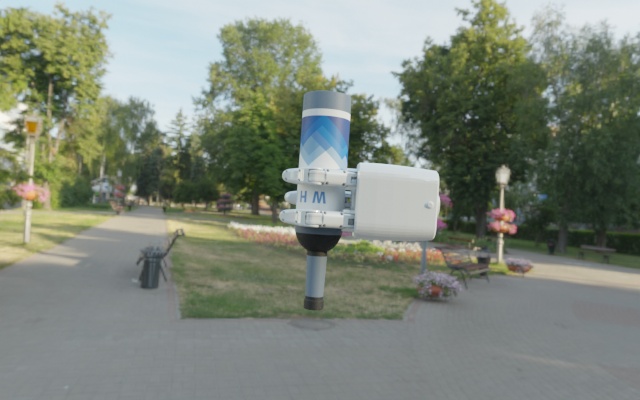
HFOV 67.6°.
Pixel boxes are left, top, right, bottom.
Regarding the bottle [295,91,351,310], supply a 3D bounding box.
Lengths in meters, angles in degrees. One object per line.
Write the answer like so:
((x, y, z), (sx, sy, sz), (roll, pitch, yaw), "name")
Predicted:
((0.000, 0.002, 0.661), (0.069, 0.295, 0.069), (4, -1, 0), "bottle")
